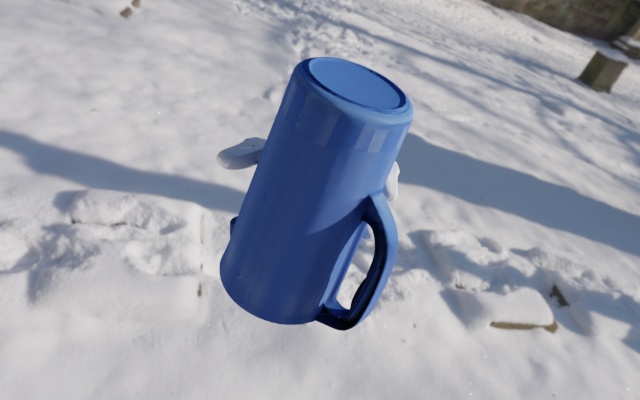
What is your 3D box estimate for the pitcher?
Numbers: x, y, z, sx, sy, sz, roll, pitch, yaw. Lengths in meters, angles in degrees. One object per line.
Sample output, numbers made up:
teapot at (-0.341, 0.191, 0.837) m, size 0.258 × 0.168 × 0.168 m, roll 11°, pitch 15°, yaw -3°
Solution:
pitcher at (0.000, 0.001, 0.456) m, size 0.149 × 0.243 × 0.145 m, roll 14°, pitch 35°, yaw -12°
